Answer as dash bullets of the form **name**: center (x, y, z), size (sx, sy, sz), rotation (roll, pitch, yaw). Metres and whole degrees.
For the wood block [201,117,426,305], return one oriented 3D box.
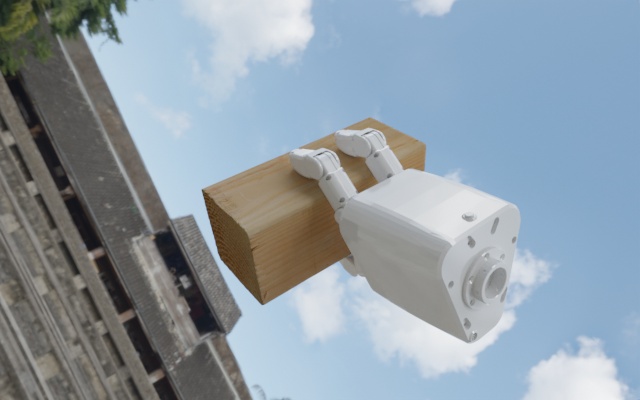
- **wood block**: center (0.000, 0.002, 0.481), size (0.206, 0.091, 0.090), rotation (-26, 41, -27)
